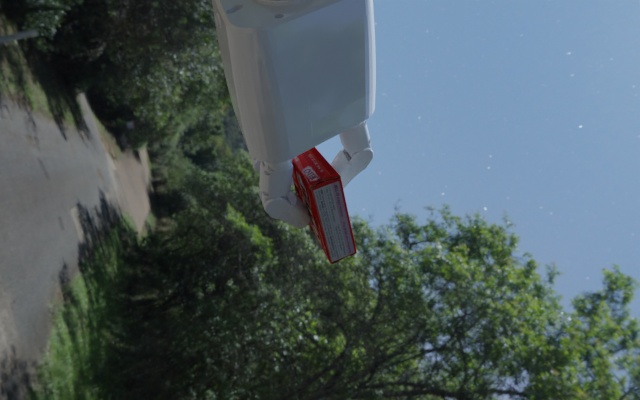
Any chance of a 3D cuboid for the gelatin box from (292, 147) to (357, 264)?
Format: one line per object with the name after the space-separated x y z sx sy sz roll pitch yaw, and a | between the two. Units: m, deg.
0.001 0.002 0.437 0.030 0.089 0.073 -22 36 -9 | gelatin box
